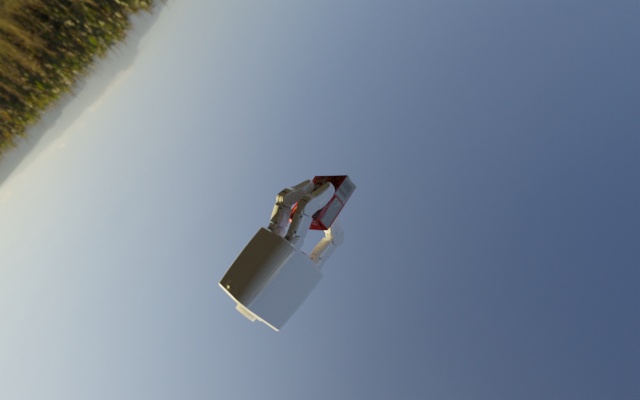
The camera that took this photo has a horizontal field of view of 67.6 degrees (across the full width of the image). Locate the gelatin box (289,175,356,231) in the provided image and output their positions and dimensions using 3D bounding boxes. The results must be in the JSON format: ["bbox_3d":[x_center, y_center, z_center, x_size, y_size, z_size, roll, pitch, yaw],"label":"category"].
[{"bbox_3d":[0.001,0.002,0.709,0.073,0.089,0.030,2,-40,50],"label":"gelatin box"}]
